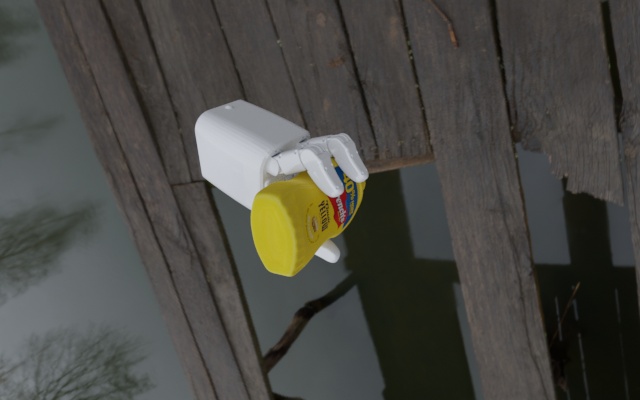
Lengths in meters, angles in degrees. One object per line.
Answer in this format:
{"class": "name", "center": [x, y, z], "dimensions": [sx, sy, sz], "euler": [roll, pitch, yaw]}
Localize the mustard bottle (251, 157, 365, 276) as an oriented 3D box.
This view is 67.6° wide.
{"class": "mustard bottle", "center": [0.000, 0.002, 0.555], "dimensions": [0.058, 0.096, 0.191], "euler": [6, 25, 32]}
